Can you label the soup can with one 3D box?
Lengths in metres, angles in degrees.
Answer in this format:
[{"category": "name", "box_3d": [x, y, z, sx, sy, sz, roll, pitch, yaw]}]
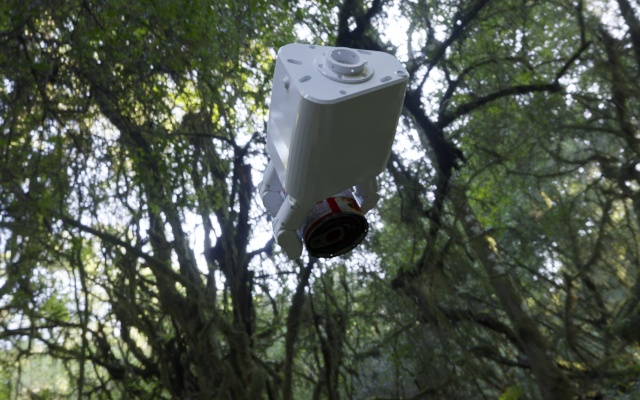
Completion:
[{"category": "soup can", "box_3d": [0.000, 0.002, 0.510, 0.068, 0.068, 0.102, 0, 44, -29]}]
